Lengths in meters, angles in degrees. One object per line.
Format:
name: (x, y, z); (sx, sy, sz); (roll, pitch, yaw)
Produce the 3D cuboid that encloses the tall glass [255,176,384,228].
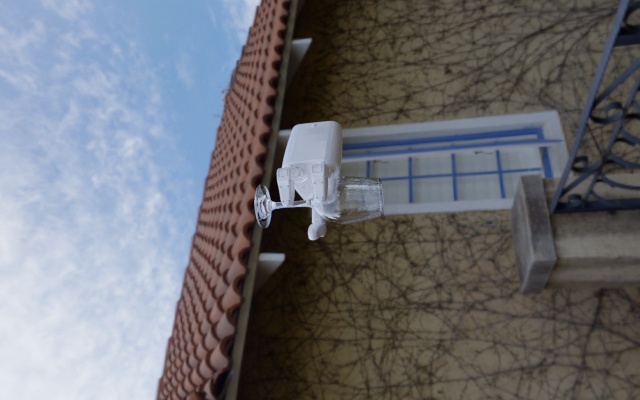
tall glass: (-0.001, 0.003, 0.779); (0.201, 0.079, 0.079); (-4, -1, 13)
